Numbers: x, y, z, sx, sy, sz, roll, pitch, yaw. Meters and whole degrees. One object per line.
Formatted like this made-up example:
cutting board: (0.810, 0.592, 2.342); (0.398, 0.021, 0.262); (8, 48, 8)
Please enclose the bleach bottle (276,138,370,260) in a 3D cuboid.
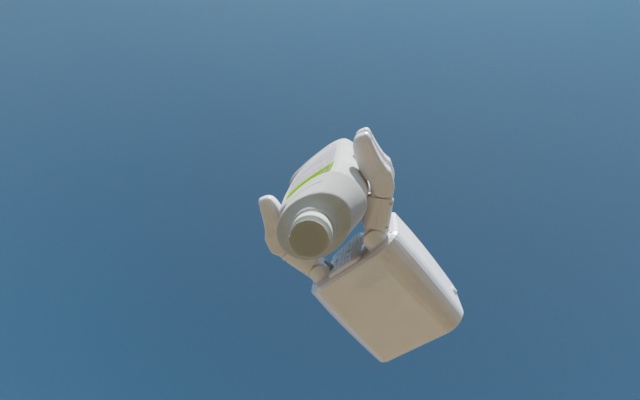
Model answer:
bleach bottle: (0.000, 0.001, 0.457); (0.102, 0.068, 0.250); (-40, 7, 15)
